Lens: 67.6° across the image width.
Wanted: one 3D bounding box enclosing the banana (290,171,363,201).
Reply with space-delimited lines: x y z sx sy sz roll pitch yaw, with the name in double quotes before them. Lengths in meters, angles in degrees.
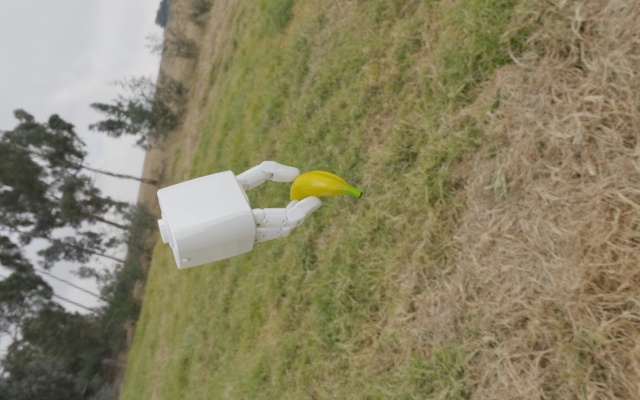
"banana" -0.011 -0.011 0.716 0.069 0.037 0.198 45 -19 -12
